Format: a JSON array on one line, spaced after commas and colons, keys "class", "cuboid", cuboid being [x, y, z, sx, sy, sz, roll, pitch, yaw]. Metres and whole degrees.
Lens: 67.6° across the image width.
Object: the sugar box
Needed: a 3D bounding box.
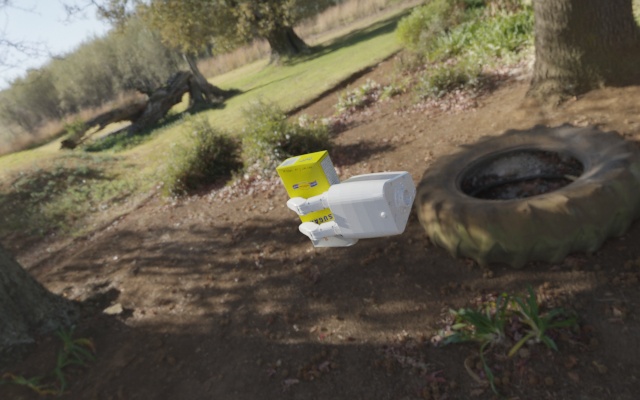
[{"class": "sugar box", "cuboid": [0.000, 0.003, 0.850, 0.093, 0.176, 0.048, -7, 28, 36]}]
